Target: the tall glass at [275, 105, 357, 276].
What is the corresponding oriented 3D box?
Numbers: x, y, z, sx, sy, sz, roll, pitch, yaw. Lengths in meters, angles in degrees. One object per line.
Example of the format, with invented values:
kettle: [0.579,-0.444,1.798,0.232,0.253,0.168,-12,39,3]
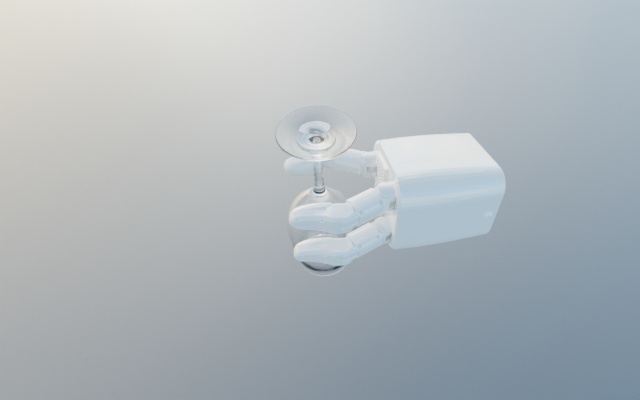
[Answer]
tall glass: [0.000,0.001,0.504,0.079,0.079,0.201,0,-40,2]
